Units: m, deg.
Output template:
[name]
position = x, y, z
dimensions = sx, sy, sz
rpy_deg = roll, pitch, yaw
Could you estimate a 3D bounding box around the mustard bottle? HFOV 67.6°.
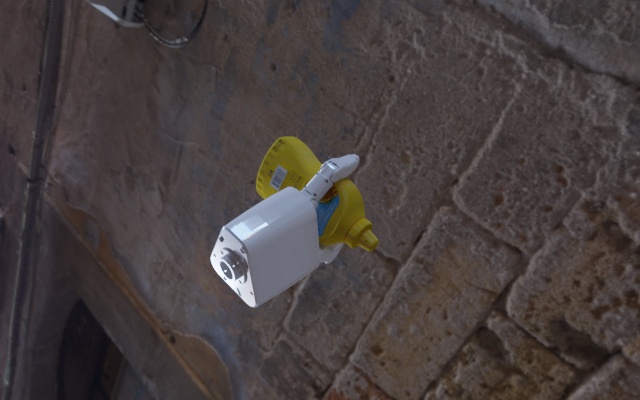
[mustard bottle]
position = 0.000, 0.002, 0.636
dimensions = 0.191, 0.096, 0.058
rpy_deg = 40, 26, 24
